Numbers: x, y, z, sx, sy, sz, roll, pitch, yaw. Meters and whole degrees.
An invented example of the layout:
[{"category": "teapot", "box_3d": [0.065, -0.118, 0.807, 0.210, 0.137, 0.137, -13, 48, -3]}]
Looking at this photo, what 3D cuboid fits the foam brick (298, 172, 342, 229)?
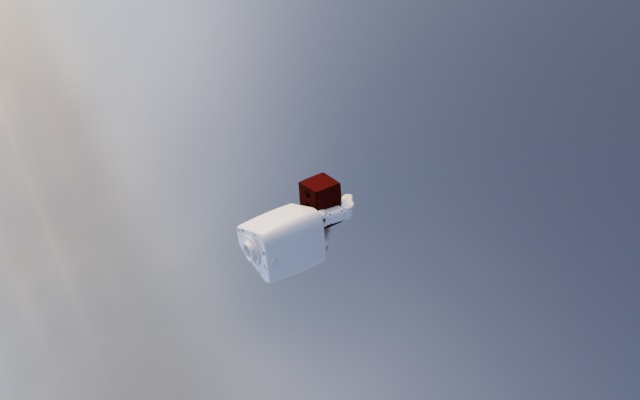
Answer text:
[{"category": "foam brick", "box_3d": [0.000, 0.002, 0.800, 0.051, 0.078, 0.053, -21, 33, -28]}]
